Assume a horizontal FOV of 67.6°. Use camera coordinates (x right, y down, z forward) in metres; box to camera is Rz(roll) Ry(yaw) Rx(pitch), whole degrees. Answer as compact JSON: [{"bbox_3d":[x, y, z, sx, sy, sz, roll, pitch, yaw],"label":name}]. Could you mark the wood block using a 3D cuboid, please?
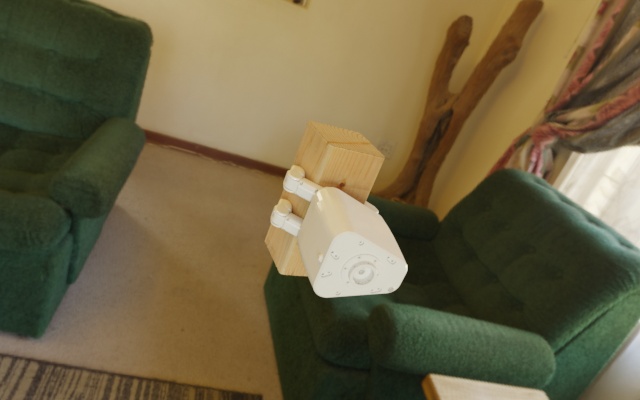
[{"bbox_3d":[0.001,0.002,0.698,0.091,0.206,0.090,9,26,-29],"label":"wood block"}]
